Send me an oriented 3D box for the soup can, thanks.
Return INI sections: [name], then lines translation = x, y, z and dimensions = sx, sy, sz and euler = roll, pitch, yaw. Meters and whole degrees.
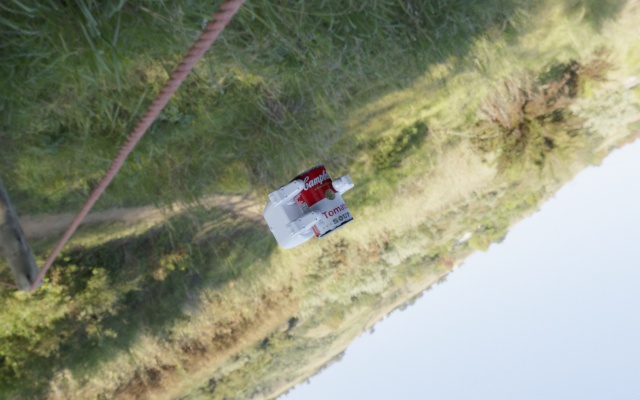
[soup can]
translation = 0.001, 0.003, 0.767
dimensions = 0.068, 0.102, 0.068
euler = -29, -5, -3
